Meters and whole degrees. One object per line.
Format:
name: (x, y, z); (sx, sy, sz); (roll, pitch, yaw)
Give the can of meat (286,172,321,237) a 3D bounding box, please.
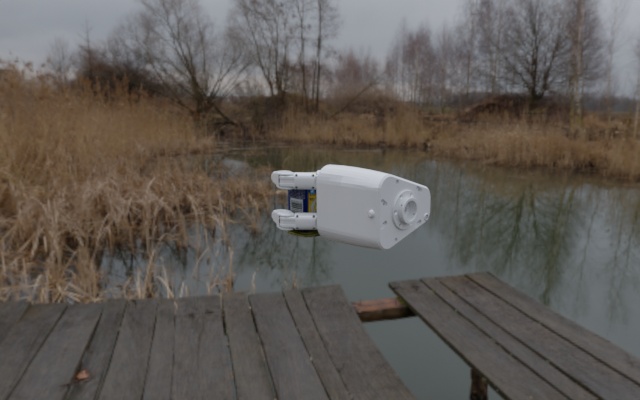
can of meat: (0.000, 0.002, 0.694); (0.102, 0.084, 0.057); (-8, 13, -38)
